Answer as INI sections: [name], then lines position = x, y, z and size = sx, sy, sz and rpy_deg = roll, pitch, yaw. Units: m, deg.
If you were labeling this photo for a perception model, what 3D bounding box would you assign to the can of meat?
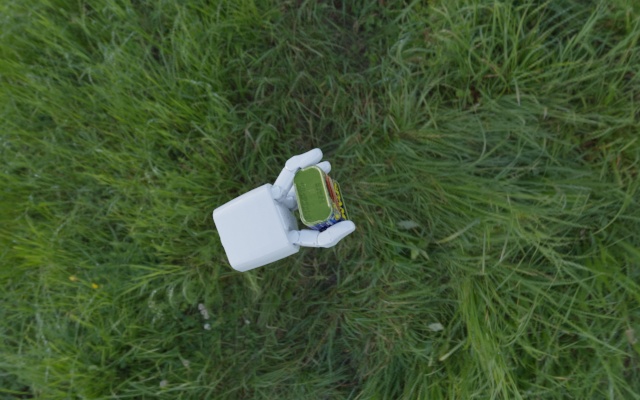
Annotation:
[can of meat]
position = 0.000, 0.002, 0.762
size = 0.057, 0.102, 0.084
rpy_deg = -20, -23, 14
